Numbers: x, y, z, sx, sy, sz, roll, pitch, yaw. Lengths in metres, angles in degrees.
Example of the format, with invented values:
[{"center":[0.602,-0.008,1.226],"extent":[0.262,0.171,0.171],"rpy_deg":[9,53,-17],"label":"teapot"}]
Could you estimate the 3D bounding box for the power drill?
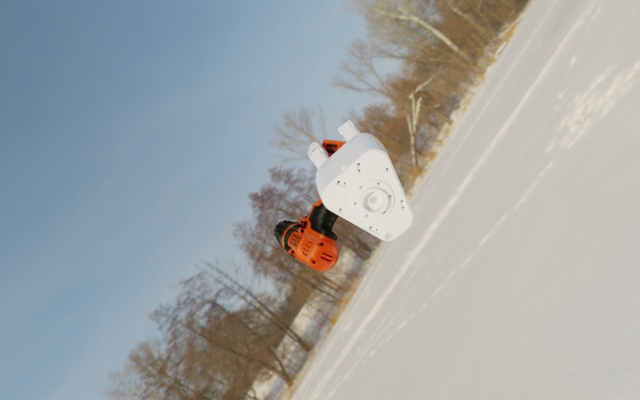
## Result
[{"center":[0.000,0.002,0.726],"extent":[0.057,0.187,0.184],"rpy_deg":[23,-1,-27],"label":"power drill"}]
